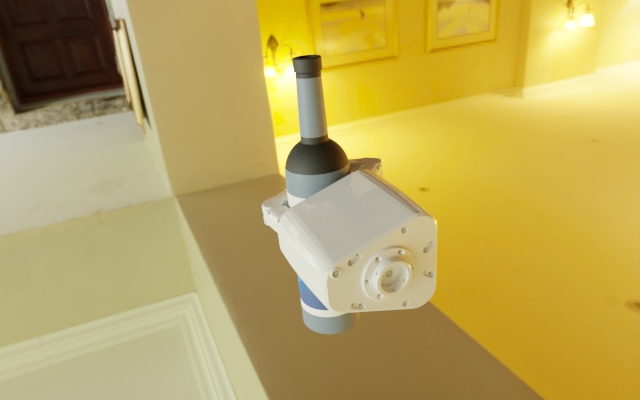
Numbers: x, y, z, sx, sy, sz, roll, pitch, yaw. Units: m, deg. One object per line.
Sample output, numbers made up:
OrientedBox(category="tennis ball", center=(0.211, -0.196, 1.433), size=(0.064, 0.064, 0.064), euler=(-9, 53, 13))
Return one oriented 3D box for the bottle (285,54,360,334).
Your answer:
OrientedBox(category="bottle", center=(0.000, 0.002, 0.498), size=(0.069, 0.296, 0.069), euler=(-5, 25, 2))
